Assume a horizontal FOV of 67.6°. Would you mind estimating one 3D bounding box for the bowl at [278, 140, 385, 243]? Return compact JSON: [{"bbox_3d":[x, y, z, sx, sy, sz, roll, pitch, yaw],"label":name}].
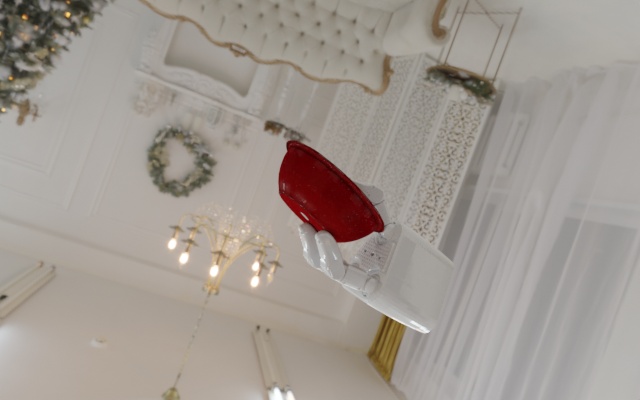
[{"bbox_3d":[-0.001,0.001,0.586,0.162,0.055,0.162,42,-11,10],"label":"bowl"}]
